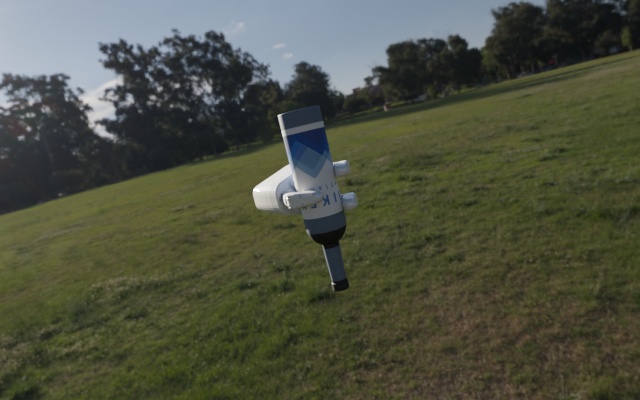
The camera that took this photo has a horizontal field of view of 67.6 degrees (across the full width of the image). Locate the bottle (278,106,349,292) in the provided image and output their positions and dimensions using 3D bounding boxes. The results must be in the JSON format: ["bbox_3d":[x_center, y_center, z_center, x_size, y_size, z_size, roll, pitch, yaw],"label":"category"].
[{"bbox_3d":[0.000,0.002,0.760,0.069,0.296,0.069,-13,8,2],"label":"bottle"}]
